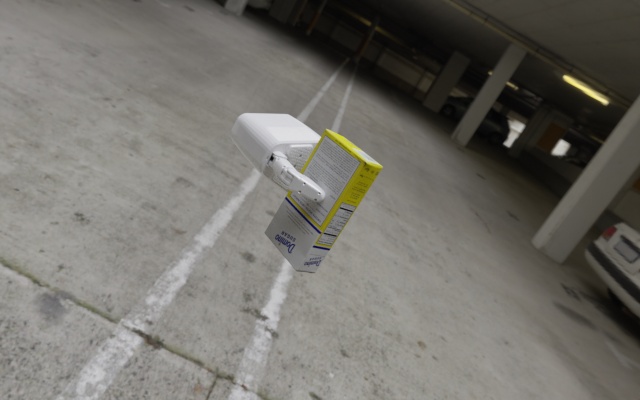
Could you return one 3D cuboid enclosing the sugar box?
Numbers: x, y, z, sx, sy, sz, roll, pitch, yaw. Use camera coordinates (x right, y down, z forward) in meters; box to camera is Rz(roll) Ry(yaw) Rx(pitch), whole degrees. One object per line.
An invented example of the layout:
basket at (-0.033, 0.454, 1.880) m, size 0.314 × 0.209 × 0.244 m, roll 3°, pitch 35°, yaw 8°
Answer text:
sugar box at (0.000, 0.002, 0.654) m, size 0.048 × 0.176 × 0.093 m, roll 13°, pitch 24°, yaw -46°
